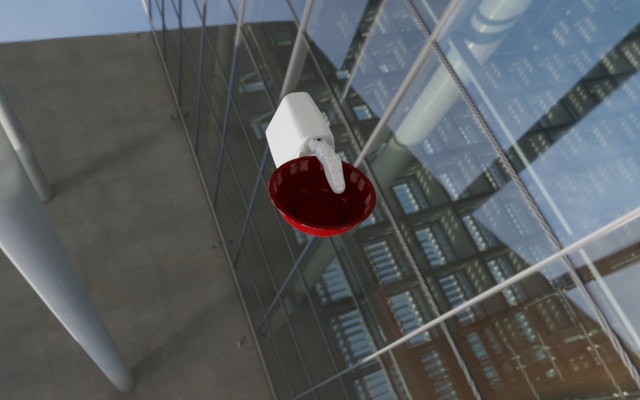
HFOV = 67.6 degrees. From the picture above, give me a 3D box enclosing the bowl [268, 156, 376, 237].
[{"bbox_3d":[0.000,0.004,0.724,0.162,0.055,0.162,6,42,-5],"label":"bowl"}]
